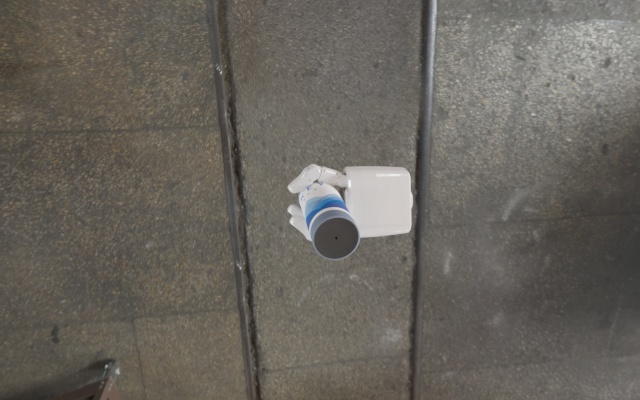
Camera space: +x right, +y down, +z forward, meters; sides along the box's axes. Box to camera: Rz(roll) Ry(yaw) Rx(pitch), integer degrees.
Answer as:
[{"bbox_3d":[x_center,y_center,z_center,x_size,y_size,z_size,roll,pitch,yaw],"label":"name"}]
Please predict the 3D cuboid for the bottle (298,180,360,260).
[{"bbox_3d":[0.000,0.003,0.787,0.069,0.069,0.295,0,20,-9],"label":"bottle"}]
